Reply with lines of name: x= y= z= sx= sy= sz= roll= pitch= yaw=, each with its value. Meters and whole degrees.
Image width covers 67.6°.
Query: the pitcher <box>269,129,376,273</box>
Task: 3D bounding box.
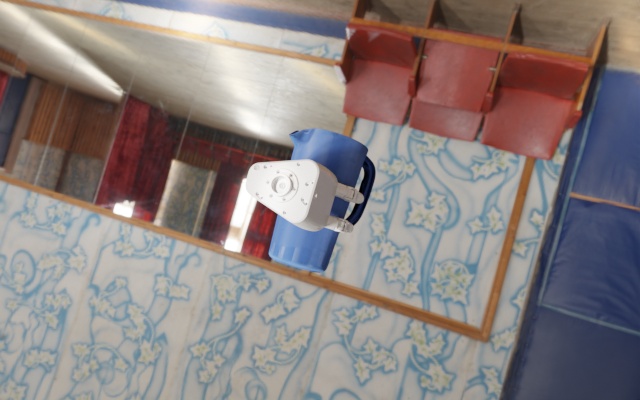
pitcher: x=0.000 y=0.003 z=0.862 sx=0.149 sy=0.243 sz=0.145 roll=15 pitch=-4 yaw=15
